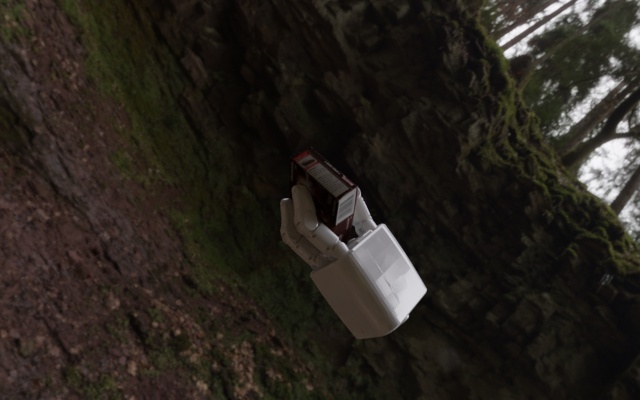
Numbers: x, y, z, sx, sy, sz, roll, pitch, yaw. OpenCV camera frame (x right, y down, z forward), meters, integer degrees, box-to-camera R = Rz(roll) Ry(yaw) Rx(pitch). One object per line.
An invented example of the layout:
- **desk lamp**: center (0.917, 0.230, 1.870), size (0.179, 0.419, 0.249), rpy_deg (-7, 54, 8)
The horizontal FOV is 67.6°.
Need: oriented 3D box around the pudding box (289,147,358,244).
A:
- **pudding box**: center (0.000, 0.002, 0.606), size (0.039, 0.114, 0.090), rpy_deg (-31, 58, -30)
